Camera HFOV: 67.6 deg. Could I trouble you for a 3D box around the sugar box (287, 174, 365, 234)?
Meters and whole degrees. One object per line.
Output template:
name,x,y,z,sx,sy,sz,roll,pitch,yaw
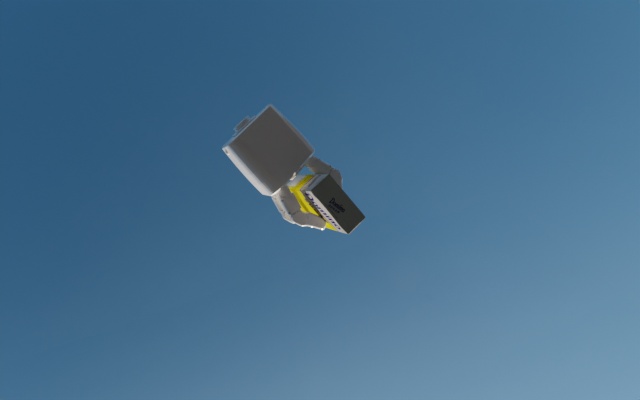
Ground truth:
sugar box,0.000,0.003,0.798,0.048,0.093,0.176,-43,14,-10
